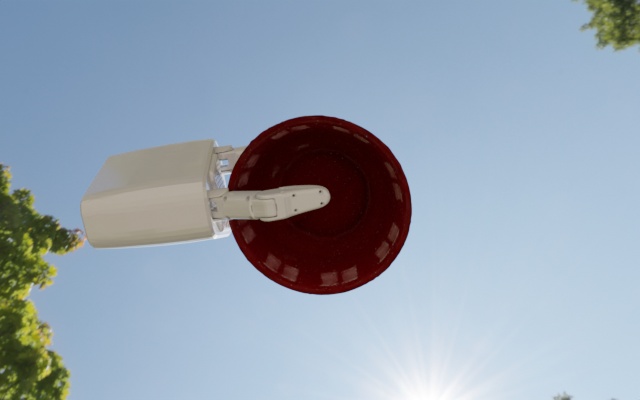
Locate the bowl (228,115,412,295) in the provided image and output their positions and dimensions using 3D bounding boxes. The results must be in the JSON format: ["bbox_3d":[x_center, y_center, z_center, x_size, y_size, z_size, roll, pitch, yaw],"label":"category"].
[{"bbox_3d":[0.001,0.002,0.435,0.162,0.162,0.055,0,16,7],"label":"bowl"}]
